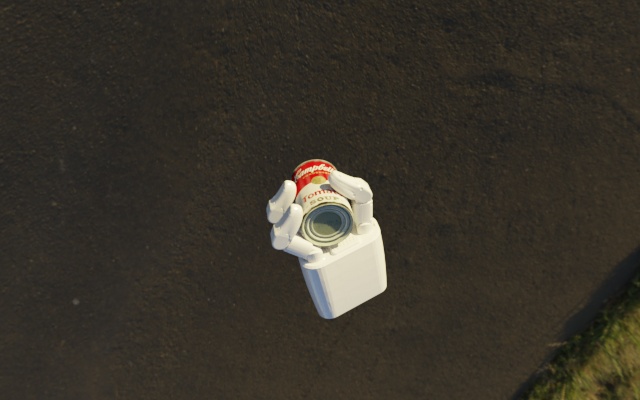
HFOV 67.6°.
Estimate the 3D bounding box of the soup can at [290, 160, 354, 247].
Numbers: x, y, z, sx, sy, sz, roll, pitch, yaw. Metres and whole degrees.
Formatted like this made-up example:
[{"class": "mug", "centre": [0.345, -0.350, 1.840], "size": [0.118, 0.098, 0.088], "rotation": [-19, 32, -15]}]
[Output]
[{"class": "soup can", "centre": [0.000, 0.002, 0.609], "size": [0.068, 0.068, 0.102], "rotation": [0, 34, -12]}]
